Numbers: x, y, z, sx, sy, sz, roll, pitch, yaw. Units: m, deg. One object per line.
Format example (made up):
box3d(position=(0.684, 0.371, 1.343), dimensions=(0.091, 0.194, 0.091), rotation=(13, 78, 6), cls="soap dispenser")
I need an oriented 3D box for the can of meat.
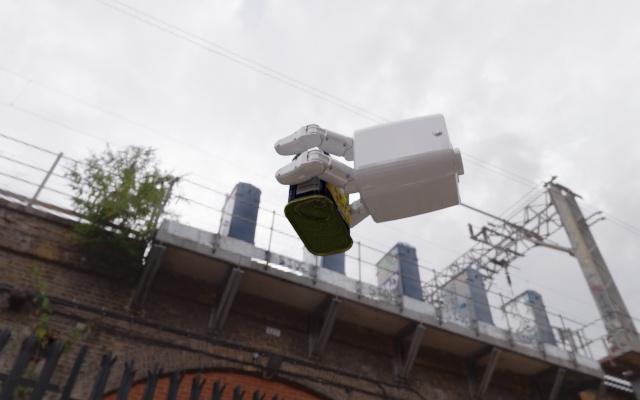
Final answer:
box3d(position=(0.000, 0.002, 0.567), dimensions=(0.057, 0.083, 0.102), rotation=(-14, -45, 17), cls="can of meat")
